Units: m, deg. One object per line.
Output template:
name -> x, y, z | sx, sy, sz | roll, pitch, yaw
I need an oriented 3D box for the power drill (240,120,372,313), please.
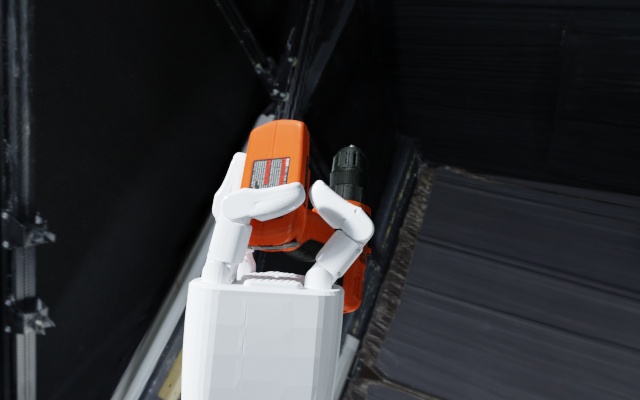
power drill -> 0.000, 0.002, 0.452 | 0.057, 0.184, 0.188 | -6, -24, 25
